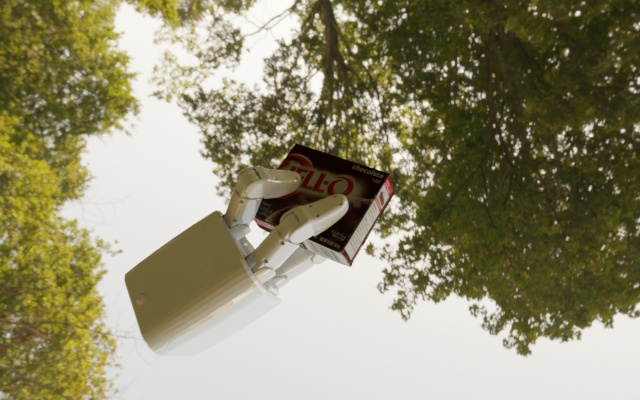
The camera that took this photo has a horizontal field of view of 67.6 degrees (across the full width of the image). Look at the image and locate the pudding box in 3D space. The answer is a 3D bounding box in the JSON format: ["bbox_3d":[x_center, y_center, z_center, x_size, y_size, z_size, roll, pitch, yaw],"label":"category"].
[{"bbox_3d":[0.000,0.002,0.454,0.113,0.090,0.039,22,-23,28],"label":"pudding box"}]
